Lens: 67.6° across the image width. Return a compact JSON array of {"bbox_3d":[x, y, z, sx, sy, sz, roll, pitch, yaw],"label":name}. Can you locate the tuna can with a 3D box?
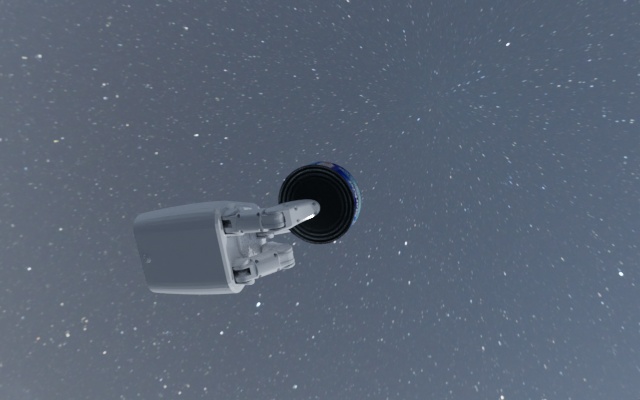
[{"bbox_3d":[0.000,0.002,0.515,0.086,0.086,0.033,0,12,19],"label":"tuna can"}]
